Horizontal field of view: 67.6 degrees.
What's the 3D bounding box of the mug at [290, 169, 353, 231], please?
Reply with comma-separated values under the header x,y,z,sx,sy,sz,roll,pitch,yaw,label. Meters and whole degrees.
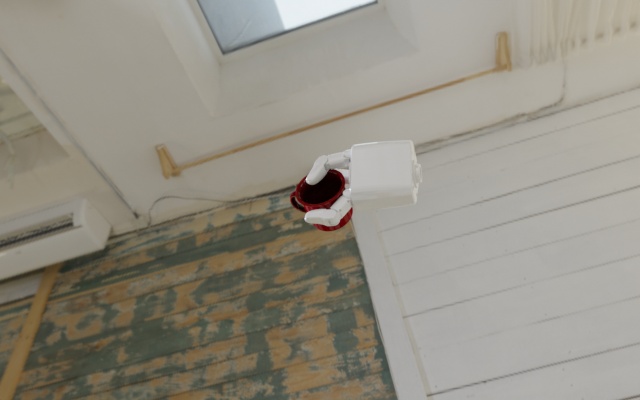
x,y,z,sx,sy,sz,roll,pitch,yaw,label
-0.001,0.003,0.876,0.117,0.093,0.082,-4,-43,21,mug
